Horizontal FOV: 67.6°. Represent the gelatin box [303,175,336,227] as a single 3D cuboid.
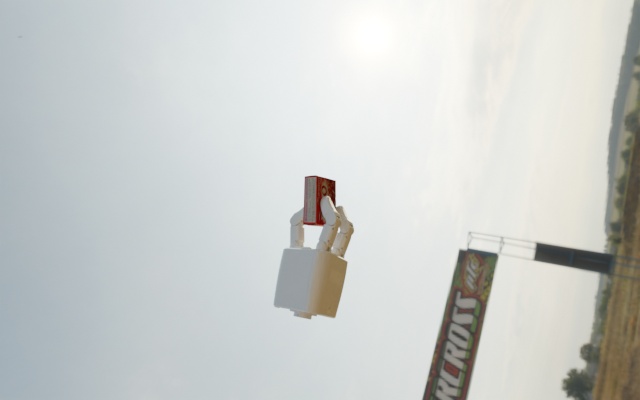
[{"bbox_3d":[0.000,0.003,0.866,0.030,0.089,0.073,-2,-6,29],"label":"gelatin box"}]
